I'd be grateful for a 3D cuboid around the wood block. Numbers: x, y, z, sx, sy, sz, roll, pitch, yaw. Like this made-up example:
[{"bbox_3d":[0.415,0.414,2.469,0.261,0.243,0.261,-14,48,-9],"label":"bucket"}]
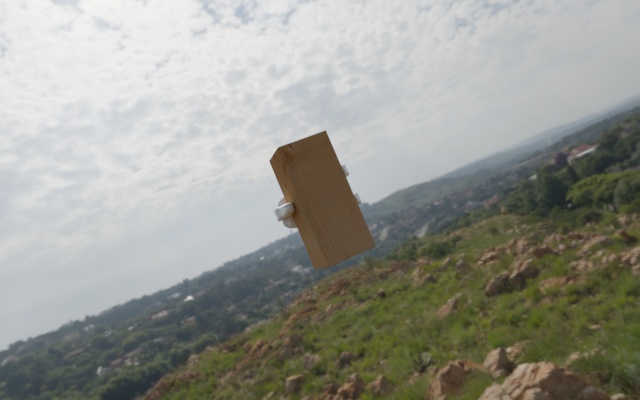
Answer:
[{"bbox_3d":[0.000,0.003,0.801,0.091,0.206,0.090,-22,-4,-19],"label":"wood block"}]
